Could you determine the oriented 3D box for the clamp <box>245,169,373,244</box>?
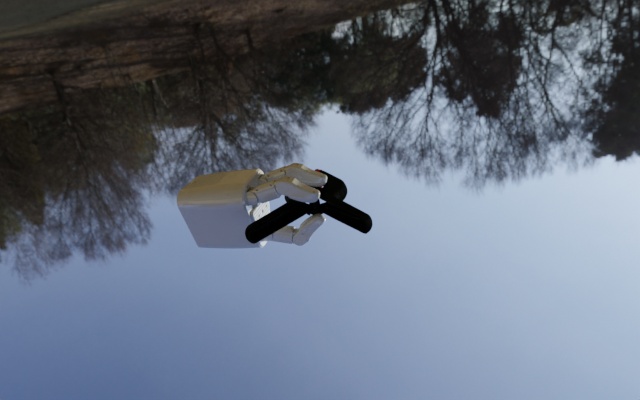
[{"bbox_3d":[0.000,0.003,0.687,0.164,0.036,0.210,-2,23,13],"label":"clamp"}]
